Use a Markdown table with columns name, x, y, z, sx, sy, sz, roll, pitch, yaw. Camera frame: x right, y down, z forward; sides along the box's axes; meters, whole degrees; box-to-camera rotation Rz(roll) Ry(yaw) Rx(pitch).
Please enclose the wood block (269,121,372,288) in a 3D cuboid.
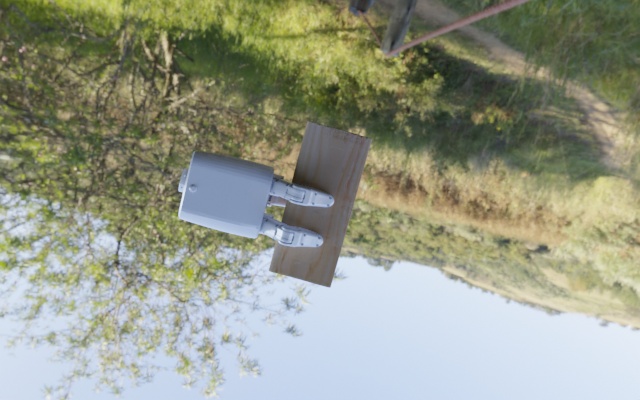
| name | x | y | z | sx | sy | sz | roll | pitch | yaw |
| --- | --- | --- | --- | --- | --- | --- | --- | --- | --- |
| wood block | 0.000 | 0.002 | 0.670 | 0.090 | 0.206 | 0.091 | 15 | 7 | -1 |
